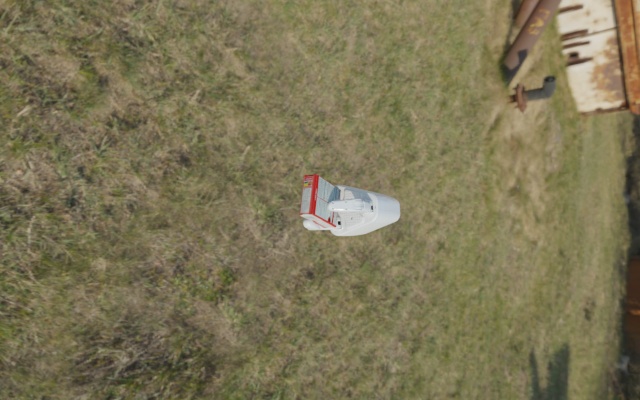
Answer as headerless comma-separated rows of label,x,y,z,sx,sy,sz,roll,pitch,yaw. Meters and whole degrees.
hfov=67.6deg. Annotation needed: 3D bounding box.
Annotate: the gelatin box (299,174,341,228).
gelatin box,0.000,0.003,0.840,0.030,0.073,0.089,-3,-19,30
